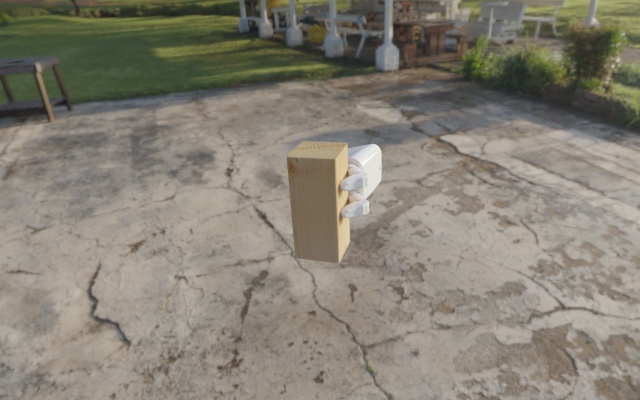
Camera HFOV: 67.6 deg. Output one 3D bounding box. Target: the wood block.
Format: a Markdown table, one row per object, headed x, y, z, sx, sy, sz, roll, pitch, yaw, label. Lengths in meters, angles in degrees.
| x | y | z | sx | sy | sz | roll | pitch | yaw | label |
| --- | --- | --- | --- | --- | --- | --- | --- | --- | --- |
| 0.000 | 0.003 | 0.889 | 0.091 | 0.206 | 0.090 | 5 | 26 | 16 | wood block |
